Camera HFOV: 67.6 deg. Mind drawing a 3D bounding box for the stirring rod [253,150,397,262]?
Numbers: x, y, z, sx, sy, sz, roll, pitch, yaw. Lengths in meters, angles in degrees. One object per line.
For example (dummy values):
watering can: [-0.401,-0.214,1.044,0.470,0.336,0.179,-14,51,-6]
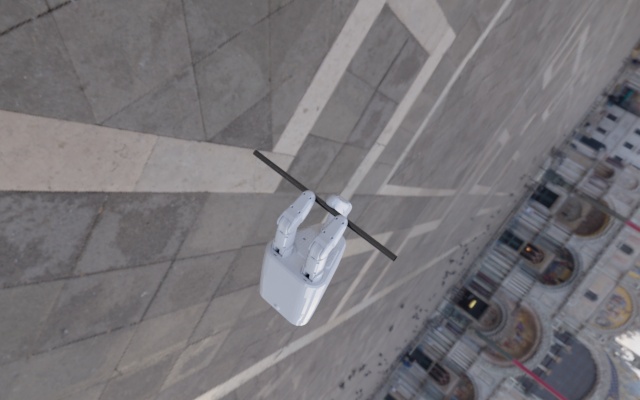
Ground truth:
stirring rod: [0.000,0.002,0.616,0.239,0.011,0.011,37,14,20]
